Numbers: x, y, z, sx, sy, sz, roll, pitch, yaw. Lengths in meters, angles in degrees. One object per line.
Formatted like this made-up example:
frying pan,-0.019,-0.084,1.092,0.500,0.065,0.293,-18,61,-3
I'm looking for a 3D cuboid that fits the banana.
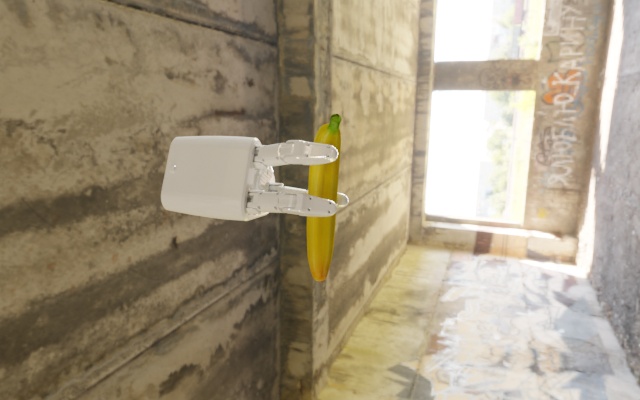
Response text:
banana,0.002,-0.005,0.575,0.037,0.198,0.069,4,13,4
